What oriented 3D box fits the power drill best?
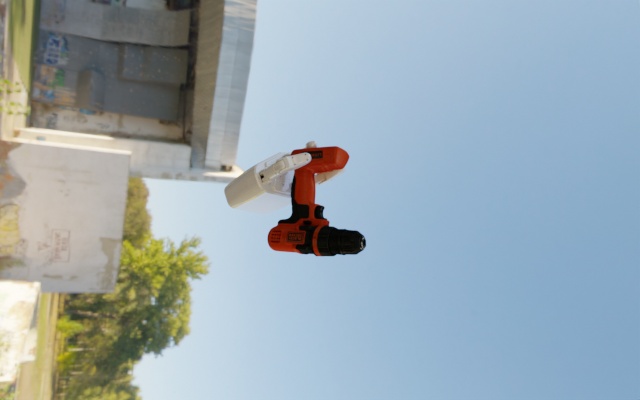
[{"bbox_3d":[0.000,0.002,0.821,0.184,0.187,0.057,0,-17,29],"label":"power drill"}]
